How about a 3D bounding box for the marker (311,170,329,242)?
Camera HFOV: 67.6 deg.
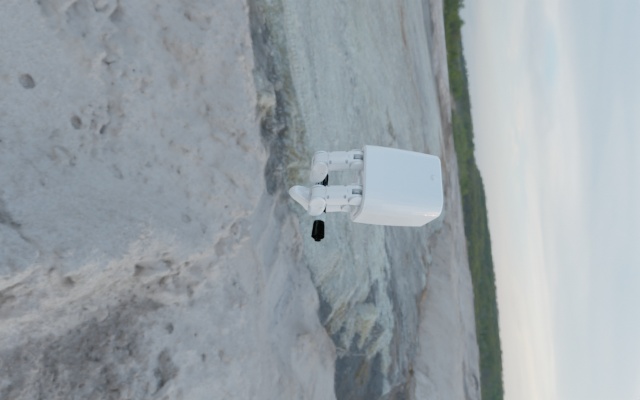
[{"bbox_3d":[0.000,0.002,0.684,0.020,0.121,0.020,3,-28,2],"label":"marker"}]
